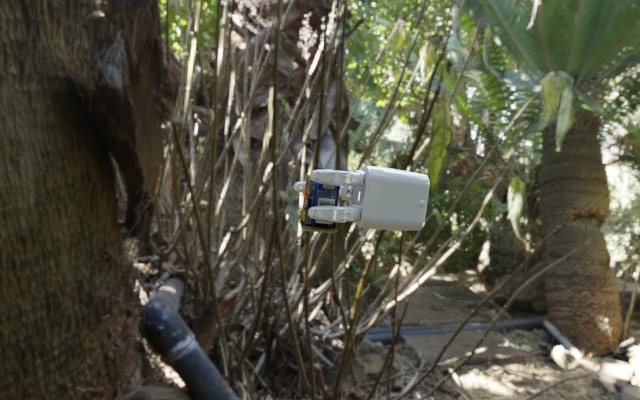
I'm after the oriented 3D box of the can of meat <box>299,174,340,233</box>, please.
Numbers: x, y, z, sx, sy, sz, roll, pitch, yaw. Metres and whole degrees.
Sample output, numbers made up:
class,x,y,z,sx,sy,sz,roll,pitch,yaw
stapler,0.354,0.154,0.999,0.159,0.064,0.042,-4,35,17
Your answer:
class,x,y,z,sx,sy,sz,roll,pitch,yaw
can of meat,0.000,0.002,0.772,0.057,0.084,0.102,6,5,-6
